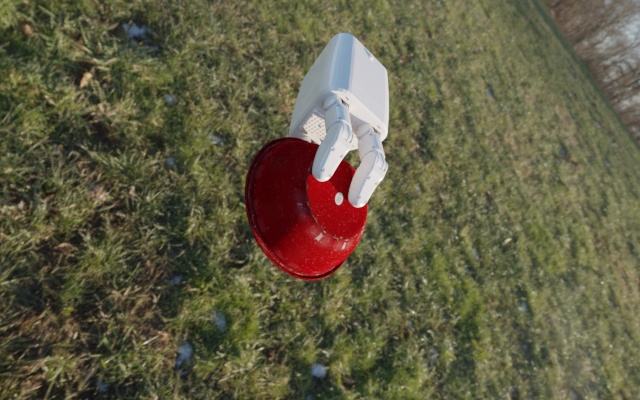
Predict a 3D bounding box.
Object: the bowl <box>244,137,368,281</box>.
[{"bbox_3d":[0.000,0.003,0.509,0.162,0.162,0.055,0,-13,-45],"label":"bowl"}]
